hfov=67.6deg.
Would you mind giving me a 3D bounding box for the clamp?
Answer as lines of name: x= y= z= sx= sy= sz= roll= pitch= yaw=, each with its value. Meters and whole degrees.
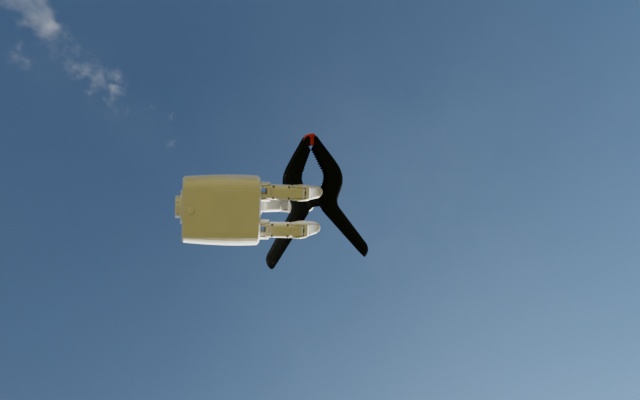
clamp: x=0.000 y=0.002 z=0.746 sx=0.164 sy=0.210 sz=0.036 roll=1 pitch=5 yaw=-16
